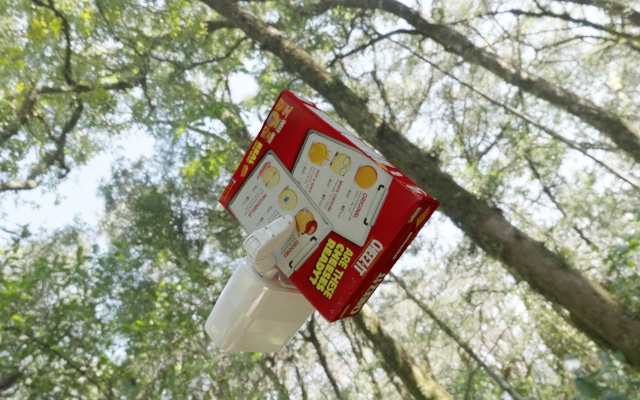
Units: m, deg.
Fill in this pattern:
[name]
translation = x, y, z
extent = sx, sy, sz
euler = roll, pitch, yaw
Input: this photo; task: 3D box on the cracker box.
[cracker box]
translation = 0.000, 0.002, 0.543
extent = 0.213, 0.164, 0.072
euler = 42, 19, 27
